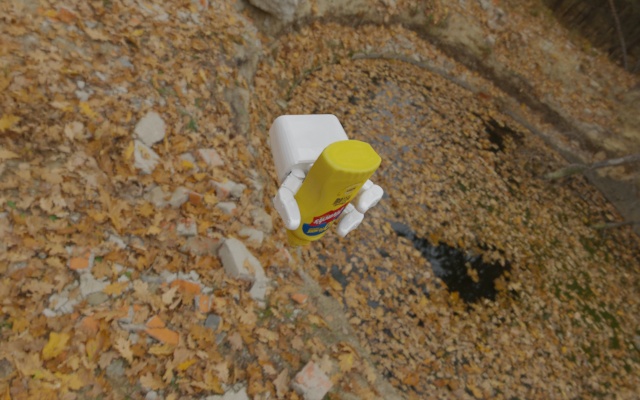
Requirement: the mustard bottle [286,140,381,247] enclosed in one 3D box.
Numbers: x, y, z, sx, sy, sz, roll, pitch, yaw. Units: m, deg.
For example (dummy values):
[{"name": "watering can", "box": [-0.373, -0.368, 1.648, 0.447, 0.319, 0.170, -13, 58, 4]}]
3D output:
[{"name": "mustard bottle", "box": [0.000, 0.002, 0.663, 0.096, 0.058, 0.192, -17, -28, -45]}]
